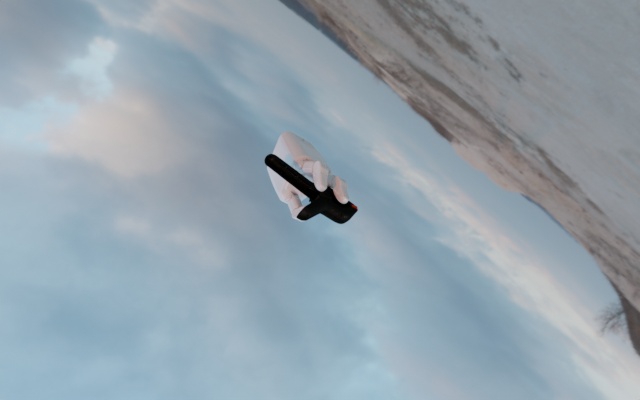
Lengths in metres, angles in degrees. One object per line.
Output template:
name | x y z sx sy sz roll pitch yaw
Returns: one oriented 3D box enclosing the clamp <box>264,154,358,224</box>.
clamp | 0.000 0.003 0.874 0.210 0.036 0.164 26 25 -39
